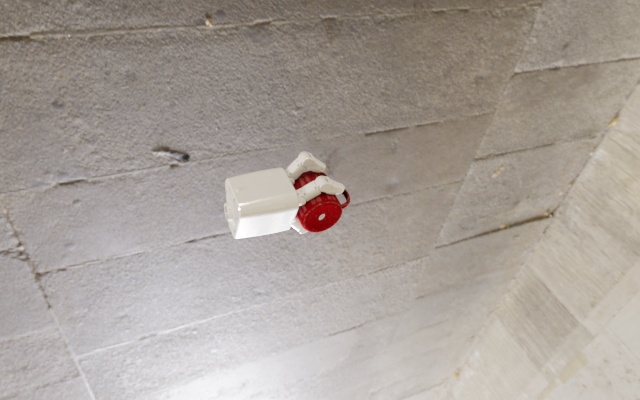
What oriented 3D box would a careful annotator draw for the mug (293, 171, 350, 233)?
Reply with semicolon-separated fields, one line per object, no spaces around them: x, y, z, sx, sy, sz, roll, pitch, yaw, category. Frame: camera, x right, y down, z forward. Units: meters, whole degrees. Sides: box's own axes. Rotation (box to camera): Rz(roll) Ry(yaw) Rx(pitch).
0.002;0.003;0.892;0.117;0.093;0.081;-11;47;-22;mug
